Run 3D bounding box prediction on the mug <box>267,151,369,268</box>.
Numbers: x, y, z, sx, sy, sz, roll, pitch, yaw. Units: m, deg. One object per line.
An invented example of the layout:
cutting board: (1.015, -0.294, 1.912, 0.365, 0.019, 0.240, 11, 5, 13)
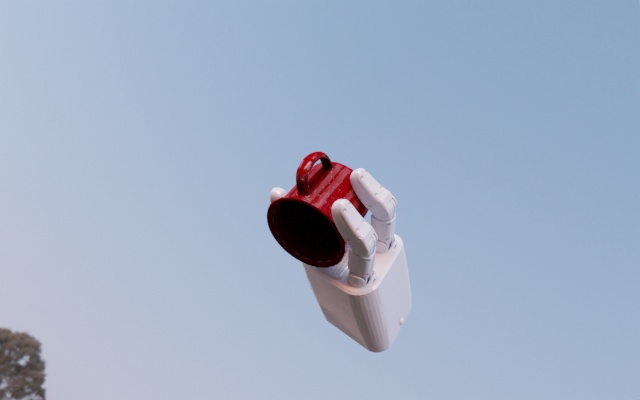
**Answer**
mug: (0.000, 0.000, 0.508, 0.093, 0.117, 0.081, 9, 41, 30)
